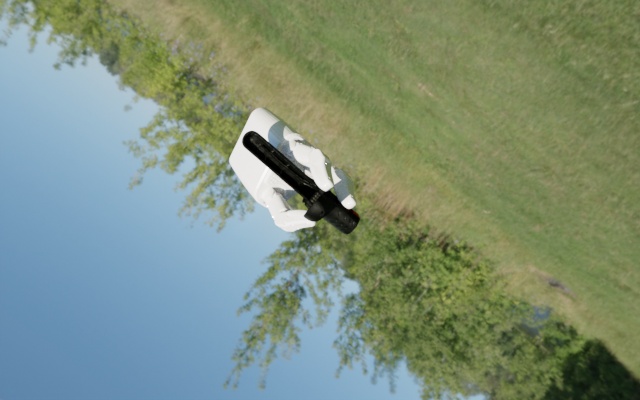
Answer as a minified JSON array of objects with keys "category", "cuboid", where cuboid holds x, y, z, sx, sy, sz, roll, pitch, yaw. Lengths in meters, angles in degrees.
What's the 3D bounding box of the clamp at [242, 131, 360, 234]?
[{"category":"clamp","cuboid":[0.000,0.003,0.618,0.210,0.036,0.164,36,10,-46]}]
